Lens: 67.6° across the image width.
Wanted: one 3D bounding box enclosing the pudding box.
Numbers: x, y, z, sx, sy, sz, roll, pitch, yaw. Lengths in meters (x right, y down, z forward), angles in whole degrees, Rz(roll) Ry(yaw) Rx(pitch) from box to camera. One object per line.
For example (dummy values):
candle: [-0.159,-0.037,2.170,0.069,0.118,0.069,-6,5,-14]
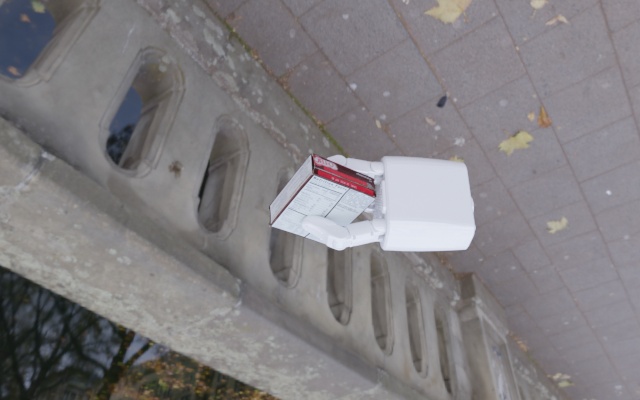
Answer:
pudding box: [0.000,0.002,0.584,0.090,0.039,0.113,21,-48,-24]
